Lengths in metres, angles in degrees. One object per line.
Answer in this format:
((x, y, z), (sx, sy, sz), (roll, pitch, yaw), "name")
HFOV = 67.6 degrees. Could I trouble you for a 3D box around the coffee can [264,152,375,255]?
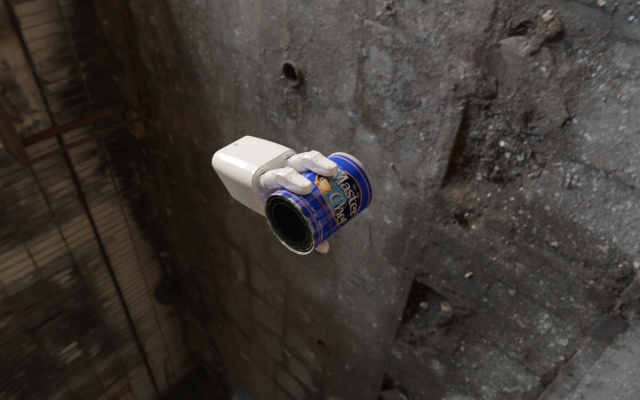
((0.000, 0.002, 0.727), (0.140, 0.103, 0.103), (-36, 22, -35), "coffee can")
